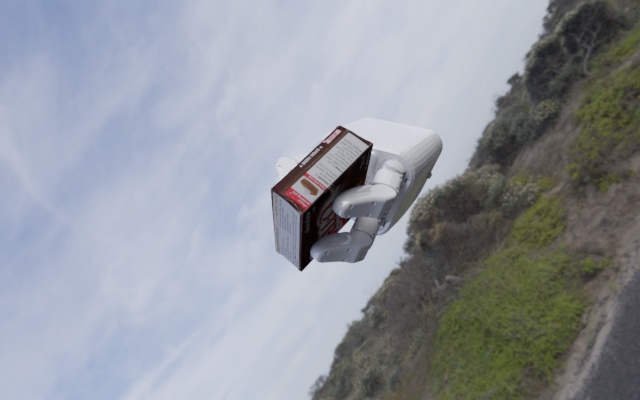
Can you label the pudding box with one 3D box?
[{"bbox_3d":[0.000,0.001,0.420,0.039,0.090,0.114,34,-26,19],"label":"pudding box"}]
